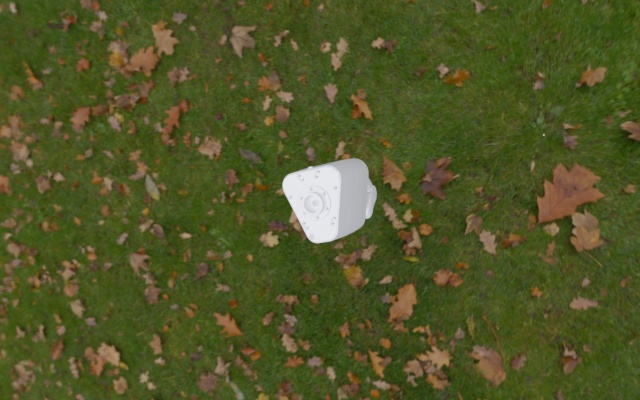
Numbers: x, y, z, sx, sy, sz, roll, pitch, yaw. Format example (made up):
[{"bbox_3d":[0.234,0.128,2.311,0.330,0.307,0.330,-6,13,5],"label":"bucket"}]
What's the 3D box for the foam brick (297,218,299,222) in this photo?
[{"bbox_3d":[0.000,0.003,0.800,0.078,0.053,0.051,-11,4,26],"label":"foam brick"}]
